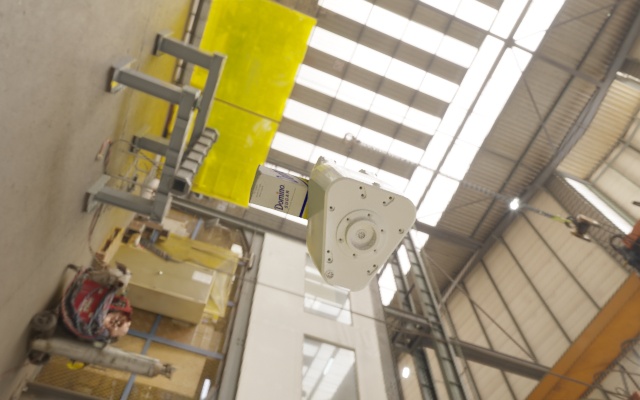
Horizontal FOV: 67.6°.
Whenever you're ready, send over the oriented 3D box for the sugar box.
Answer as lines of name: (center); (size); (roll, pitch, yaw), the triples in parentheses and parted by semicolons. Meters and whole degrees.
sugar box: (0.000, 0.002, 0.602); (0.176, 0.048, 0.093); (19, 7, -11)
